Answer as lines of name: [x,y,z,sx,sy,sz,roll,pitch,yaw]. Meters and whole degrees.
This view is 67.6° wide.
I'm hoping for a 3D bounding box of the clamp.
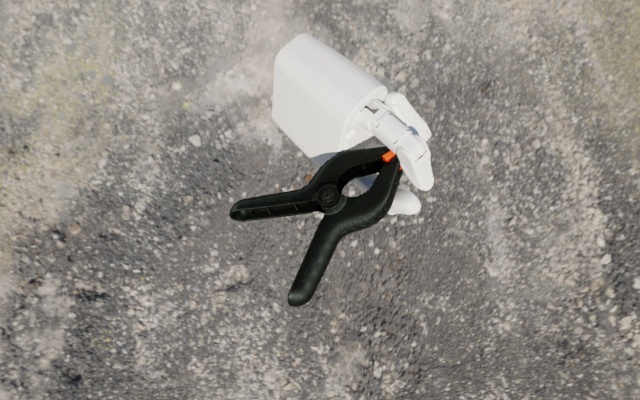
clamp: [0.000,0.001,0.445,0.120,0.171,0.039,43,-13,21]
